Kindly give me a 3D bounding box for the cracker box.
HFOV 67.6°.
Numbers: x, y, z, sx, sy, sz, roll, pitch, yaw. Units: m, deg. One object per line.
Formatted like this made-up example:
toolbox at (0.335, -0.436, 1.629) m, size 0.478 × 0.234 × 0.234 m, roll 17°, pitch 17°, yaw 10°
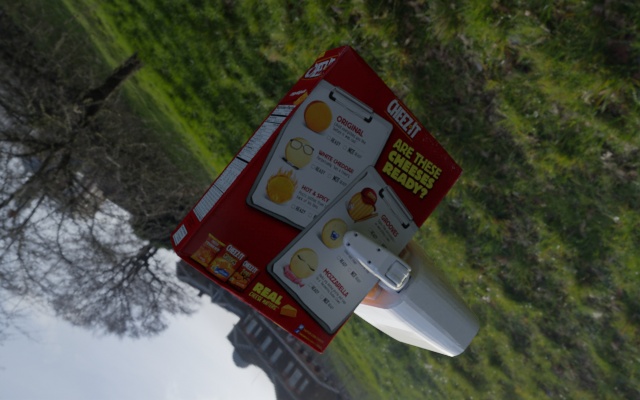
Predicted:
cracker box at (0.000, 0.002, 0.427) m, size 0.164 × 0.213 × 0.072 m, roll 41°, pitch -6°, yaw -25°
